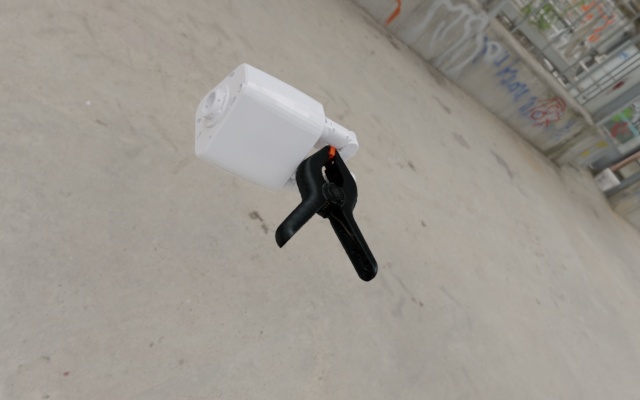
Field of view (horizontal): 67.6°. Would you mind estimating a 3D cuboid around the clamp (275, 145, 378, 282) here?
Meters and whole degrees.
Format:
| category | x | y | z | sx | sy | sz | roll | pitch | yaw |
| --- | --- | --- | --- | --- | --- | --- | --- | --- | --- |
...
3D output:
| category | x | y | z | sx | sy | sz | roll | pitch | yaw |
| --- | --- | --- | --- | --- | --- | --- | --- | --- | --- |
| clamp | 0.001 | 0.001 | 0.520 | 0.120 | 0.171 | 0.039 | 23 | -50 | -36 |
